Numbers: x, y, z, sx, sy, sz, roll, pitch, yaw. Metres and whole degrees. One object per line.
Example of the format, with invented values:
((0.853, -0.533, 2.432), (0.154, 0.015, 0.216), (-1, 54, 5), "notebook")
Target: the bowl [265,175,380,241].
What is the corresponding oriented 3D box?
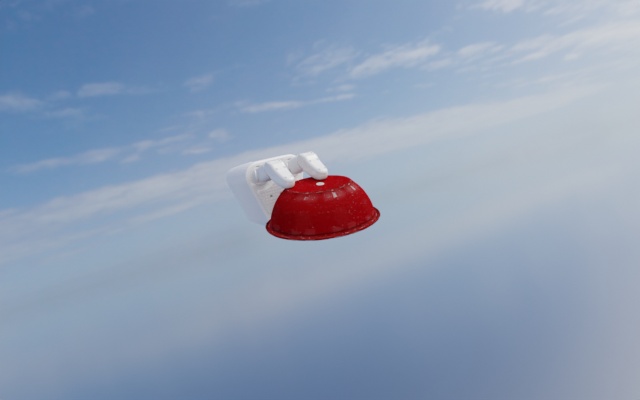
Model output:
((0.001, 0.002, 0.663), (0.162, 0.055, 0.162), (-6, 16, 2), "bowl")
